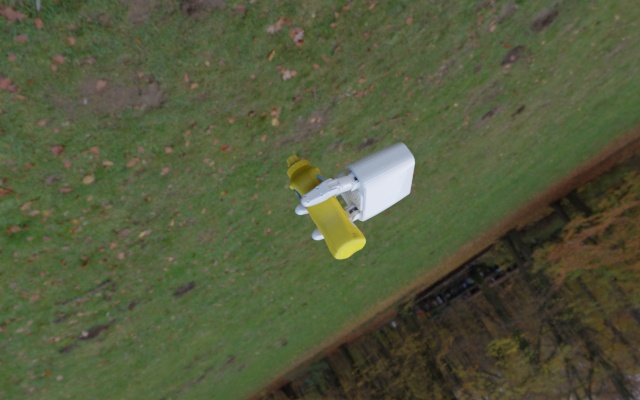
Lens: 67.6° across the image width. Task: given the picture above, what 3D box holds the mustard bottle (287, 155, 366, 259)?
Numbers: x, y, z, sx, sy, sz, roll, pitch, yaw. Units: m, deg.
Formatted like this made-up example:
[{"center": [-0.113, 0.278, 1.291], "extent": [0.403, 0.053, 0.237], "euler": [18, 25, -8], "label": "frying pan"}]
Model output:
[{"center": [0.000, 0.003, 0.787], "extent": [0.058, 0.191, 0.096], "euler": [-35, -17, 6], "label": "mustard bottle"}]
